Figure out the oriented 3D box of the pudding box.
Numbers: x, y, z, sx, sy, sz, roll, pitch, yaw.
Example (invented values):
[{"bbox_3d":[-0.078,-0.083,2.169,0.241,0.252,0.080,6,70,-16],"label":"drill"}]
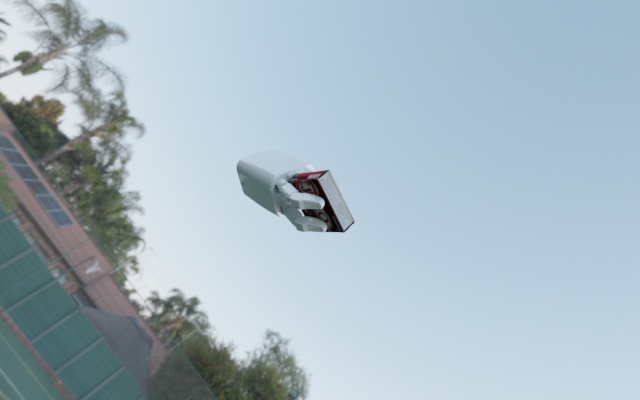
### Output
[{"bbox_3d":[0.000,0.003,0.853,0.039,0.113,0.090,-41,23,-31],"label":"pudding box"}]
